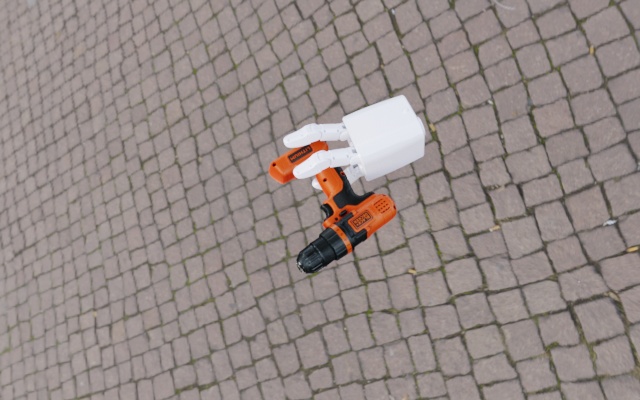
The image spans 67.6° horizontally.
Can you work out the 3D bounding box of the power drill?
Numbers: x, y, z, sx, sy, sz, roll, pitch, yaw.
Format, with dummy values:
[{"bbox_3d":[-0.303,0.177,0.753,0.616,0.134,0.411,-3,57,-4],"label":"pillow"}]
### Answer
[{"bbox_3d":[0.000,0.002,0.760,0.184,0.187,0.057,-33,-15,-18],"label":"power drill"}]
